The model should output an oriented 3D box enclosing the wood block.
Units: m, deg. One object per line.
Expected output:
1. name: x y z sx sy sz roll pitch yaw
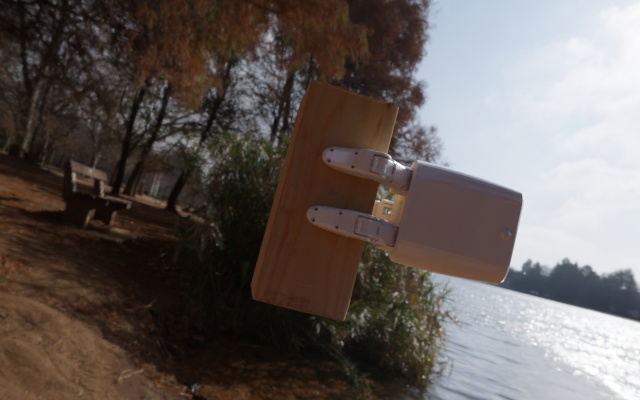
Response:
1. wood block: 0.000 0.002 0.477 0.090 0.206 0.091 16 -5 -8
